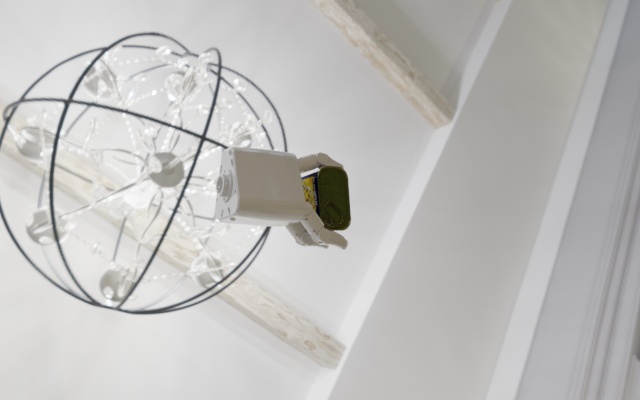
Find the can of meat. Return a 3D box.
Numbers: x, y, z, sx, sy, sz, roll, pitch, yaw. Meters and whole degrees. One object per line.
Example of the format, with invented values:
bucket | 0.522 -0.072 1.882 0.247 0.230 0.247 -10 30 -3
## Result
can of meat | 0.000 0.002 0.775 0.057 0.102 0.084 1 -10 -34
